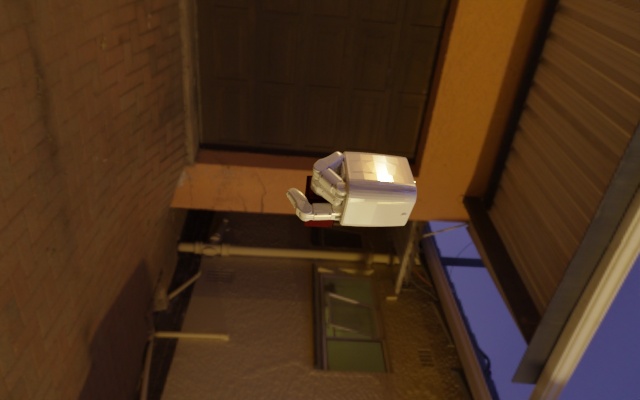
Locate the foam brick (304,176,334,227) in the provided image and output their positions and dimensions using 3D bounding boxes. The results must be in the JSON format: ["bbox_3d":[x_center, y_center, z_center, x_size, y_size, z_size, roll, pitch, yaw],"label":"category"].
[{"bbox_3d":[0.000,0.003,0.797,0.051,0.053,0.078,2,-36,-5],"label":"foam brick"}]
